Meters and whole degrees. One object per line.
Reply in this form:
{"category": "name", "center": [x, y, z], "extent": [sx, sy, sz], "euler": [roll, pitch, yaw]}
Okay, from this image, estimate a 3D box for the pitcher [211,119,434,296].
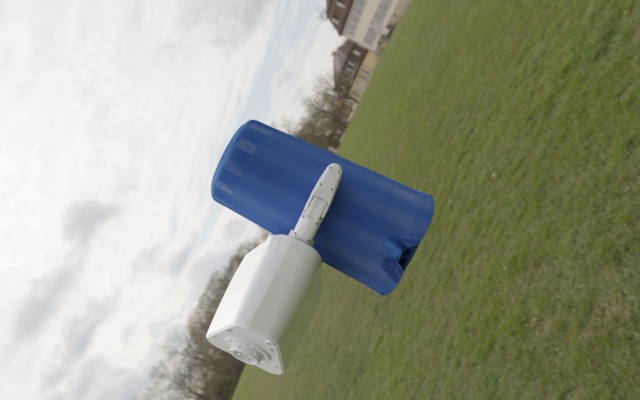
{"category": "pitcher", "center": [0.000, 0.002, 0.579], "extent": [0.243, 0.145, 0.149], "euler": [27, -36, -2]}
